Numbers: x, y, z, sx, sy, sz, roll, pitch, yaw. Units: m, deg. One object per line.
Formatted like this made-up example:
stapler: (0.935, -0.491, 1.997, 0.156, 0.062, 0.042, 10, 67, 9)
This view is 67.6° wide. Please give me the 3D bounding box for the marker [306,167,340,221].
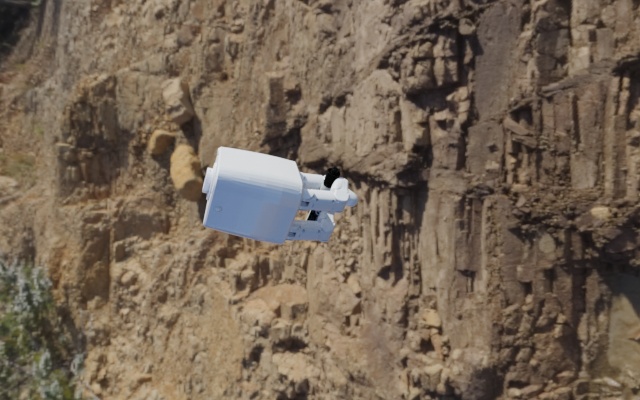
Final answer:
marker: (0.000, 0.002, 0.676, 0.020, 0.121, 0.020, 15, 37, -12)
